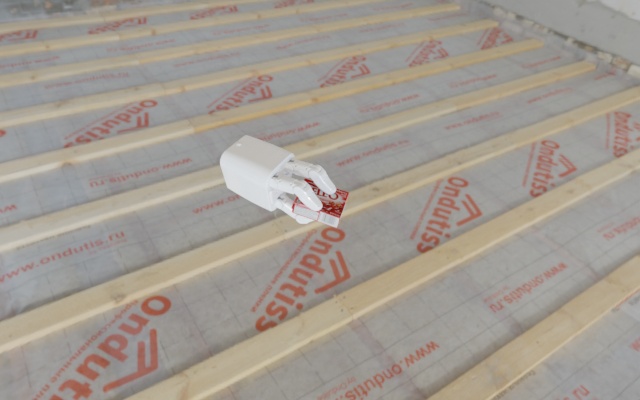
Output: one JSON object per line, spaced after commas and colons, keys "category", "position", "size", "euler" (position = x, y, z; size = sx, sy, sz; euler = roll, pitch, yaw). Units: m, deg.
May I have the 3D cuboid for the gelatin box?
{"category": "gelatin box", "position": [0.000, 0.003, 0.869], "size": [0.089, 0.030, 0.073], "euler": [19, 43, 3]}
